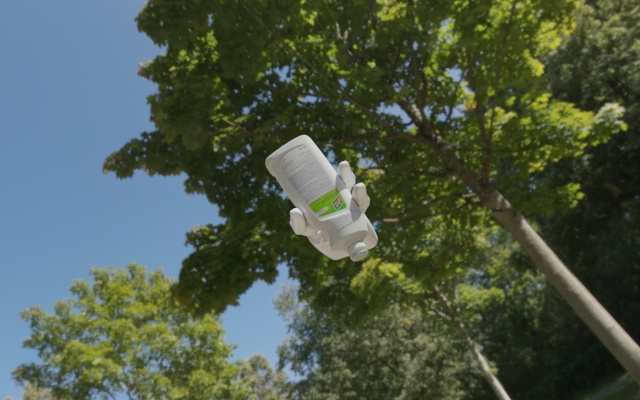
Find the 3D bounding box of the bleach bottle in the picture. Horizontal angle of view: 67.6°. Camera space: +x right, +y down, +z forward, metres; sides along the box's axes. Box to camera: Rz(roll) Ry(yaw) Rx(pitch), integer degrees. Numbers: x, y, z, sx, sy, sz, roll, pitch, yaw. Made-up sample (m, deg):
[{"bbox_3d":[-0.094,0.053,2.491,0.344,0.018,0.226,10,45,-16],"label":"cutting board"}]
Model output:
[{"bbox_3d":[0.000,0.003,0.826,0.102,0.250,0.068,-34,-31,4],"label":"bleach bottle"}]
